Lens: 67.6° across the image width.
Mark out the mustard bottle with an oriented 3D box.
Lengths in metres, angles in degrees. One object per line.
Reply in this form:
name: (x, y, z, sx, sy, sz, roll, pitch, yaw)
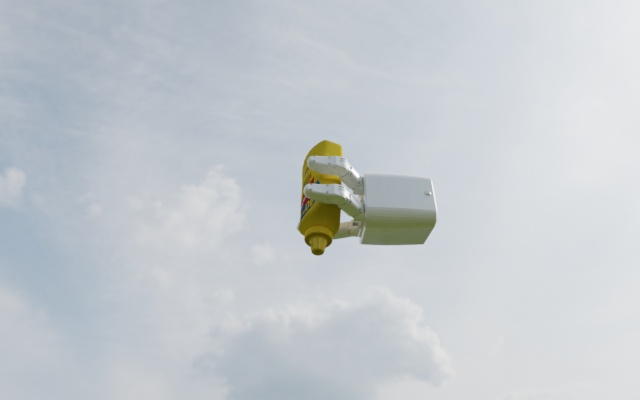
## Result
mustard bottle: (0.000, 0.002, 0.734, 0.058, 0.191, 0.096, 18, -44, -17)
